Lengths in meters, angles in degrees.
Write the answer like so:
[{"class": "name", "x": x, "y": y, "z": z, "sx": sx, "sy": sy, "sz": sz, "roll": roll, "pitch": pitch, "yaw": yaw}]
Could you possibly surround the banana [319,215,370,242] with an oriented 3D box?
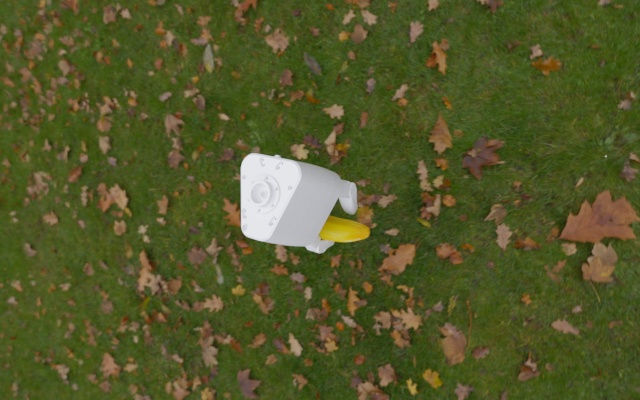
[{"class": "banana", "x": -0.014, "y": 0.015, "z": 0.730, "sx": 0.197, "sy": 0.069, "sz": 0.037, "roll": 40, "pitch": 3, "yaw": 31}]
